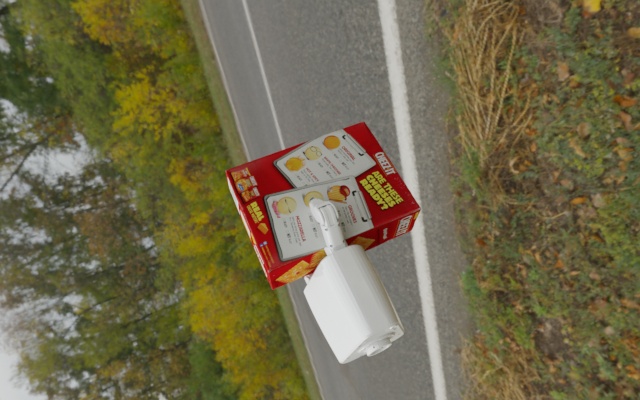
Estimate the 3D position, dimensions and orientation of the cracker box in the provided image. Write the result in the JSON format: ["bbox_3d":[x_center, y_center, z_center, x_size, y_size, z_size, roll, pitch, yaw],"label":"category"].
[{"bbox_3d":[0.000,0.002,0.654,0.213,0.164,0.072,-21,-28,-13],"label":"cracker box"}]
